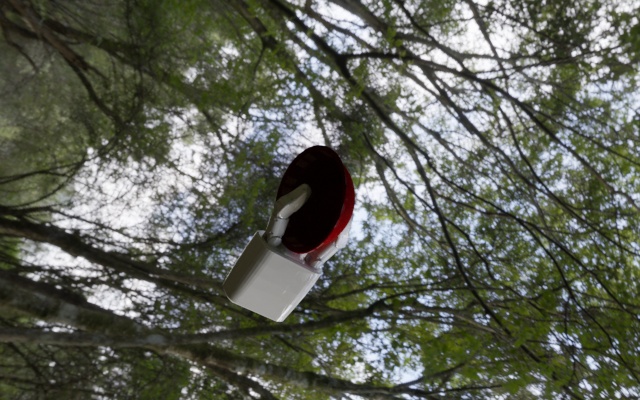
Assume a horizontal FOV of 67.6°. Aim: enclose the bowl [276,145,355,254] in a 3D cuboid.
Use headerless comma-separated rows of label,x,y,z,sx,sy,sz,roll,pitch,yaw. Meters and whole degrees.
bowl,0.001,0.001,0.705,0.055,0.162,0.162,15,-9,-38
